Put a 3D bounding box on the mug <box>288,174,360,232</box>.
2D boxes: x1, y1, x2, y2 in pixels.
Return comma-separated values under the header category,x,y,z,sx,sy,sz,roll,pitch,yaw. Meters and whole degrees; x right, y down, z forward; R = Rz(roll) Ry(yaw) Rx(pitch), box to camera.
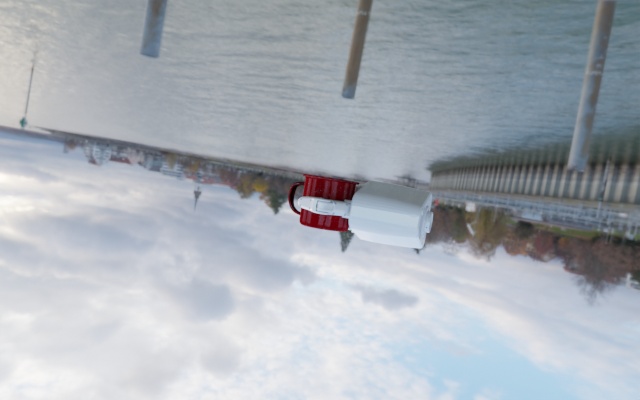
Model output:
category,x,y,z,sx,sy,sz,roll,pitch,yaw
mug,-0.001,0.003,0.776,0.117,0.081,0.093,9,2,21
